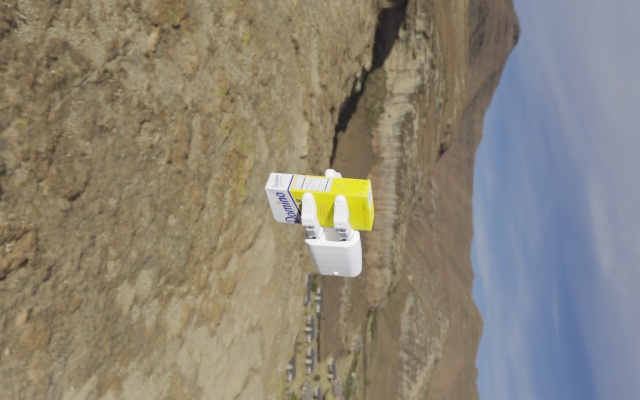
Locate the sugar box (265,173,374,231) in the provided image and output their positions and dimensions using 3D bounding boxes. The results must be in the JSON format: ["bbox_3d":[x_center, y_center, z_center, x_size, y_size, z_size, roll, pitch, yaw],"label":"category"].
[{"bbox_3d":[0.000,0.003,0.822,0.176,0.048,0.093,2,-41,13],"label":"sugar box"}]
